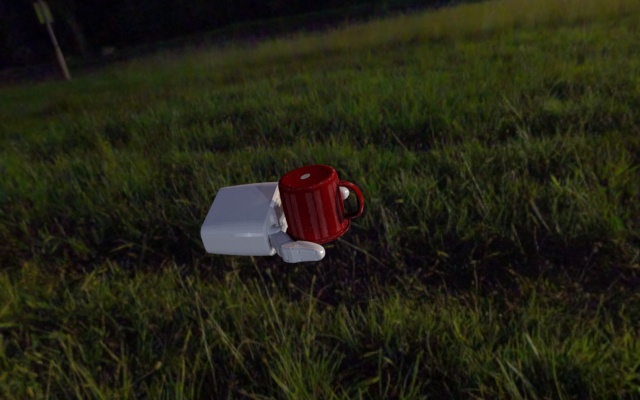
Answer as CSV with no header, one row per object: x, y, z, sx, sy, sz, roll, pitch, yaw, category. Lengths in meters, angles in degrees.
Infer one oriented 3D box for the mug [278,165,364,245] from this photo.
0.001,0.002,0.649,0.117,0.081,0.093,-3,28,18,mug
